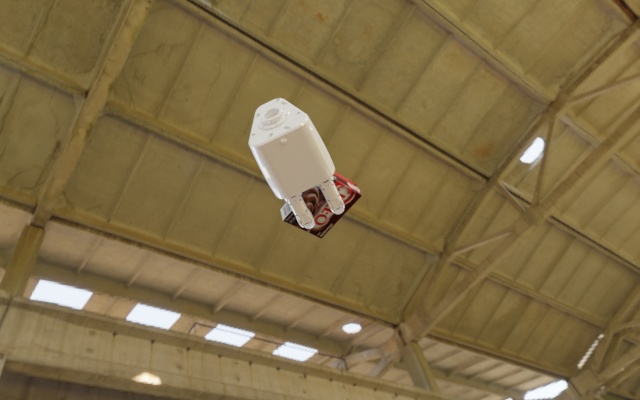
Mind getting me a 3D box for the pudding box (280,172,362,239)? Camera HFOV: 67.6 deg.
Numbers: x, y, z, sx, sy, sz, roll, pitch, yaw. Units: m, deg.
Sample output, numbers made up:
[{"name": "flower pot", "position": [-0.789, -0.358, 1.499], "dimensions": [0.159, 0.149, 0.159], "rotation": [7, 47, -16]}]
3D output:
[{"name": "pudding box", "position": [0.000, 0.003, 0.806], "dimensions": [0.090, 0.113, 0.039], "rotation": [28, 26, -34]}]
